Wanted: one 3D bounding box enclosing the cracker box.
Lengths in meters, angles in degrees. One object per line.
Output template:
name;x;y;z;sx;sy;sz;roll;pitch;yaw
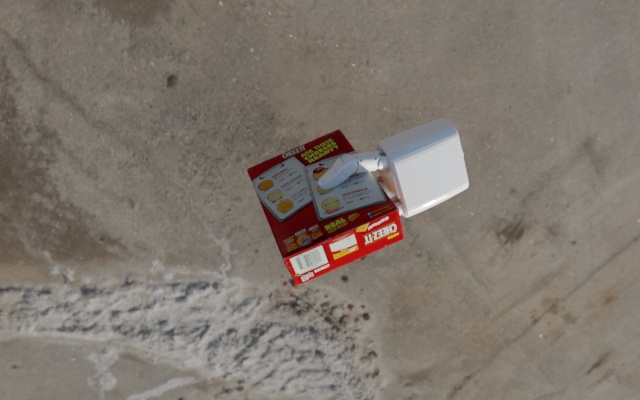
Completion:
cracker box;0.000;0.002;0.701;0.164;0.072;0.213;-24;42;-5
